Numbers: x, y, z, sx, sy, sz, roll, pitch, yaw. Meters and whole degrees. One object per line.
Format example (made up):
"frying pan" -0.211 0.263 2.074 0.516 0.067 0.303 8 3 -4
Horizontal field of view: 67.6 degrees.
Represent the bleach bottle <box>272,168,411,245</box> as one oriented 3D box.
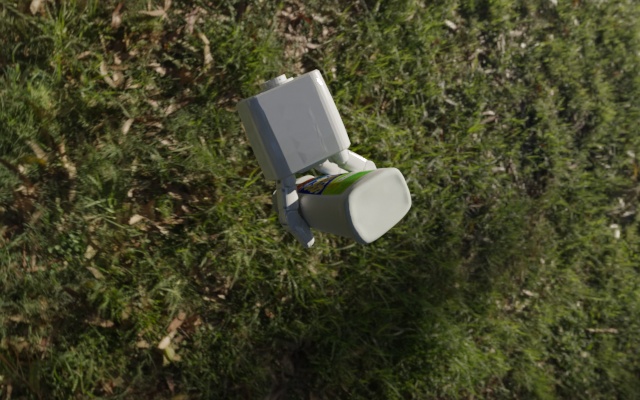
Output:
"bleach bottle" 0.000 0.002 0.649 0.102 0.068 0.251 -33 19 -30
